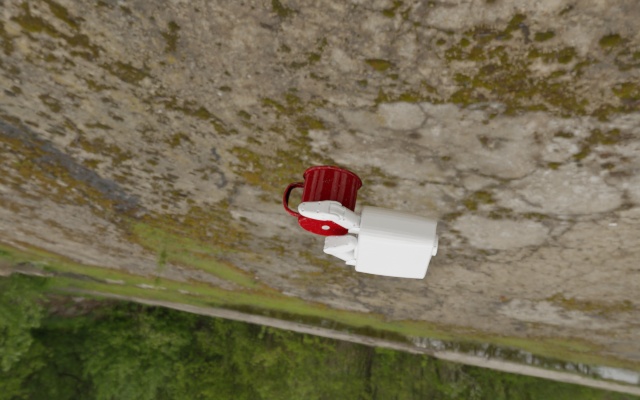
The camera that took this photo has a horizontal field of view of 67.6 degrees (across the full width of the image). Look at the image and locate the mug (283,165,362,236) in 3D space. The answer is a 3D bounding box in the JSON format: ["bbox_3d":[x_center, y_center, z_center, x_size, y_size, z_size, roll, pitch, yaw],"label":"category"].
[{"bbox_3d":[-0.001,0.002,0.725,0.117,0.081,0.093,8,-23,7],"label":"mug"}]
